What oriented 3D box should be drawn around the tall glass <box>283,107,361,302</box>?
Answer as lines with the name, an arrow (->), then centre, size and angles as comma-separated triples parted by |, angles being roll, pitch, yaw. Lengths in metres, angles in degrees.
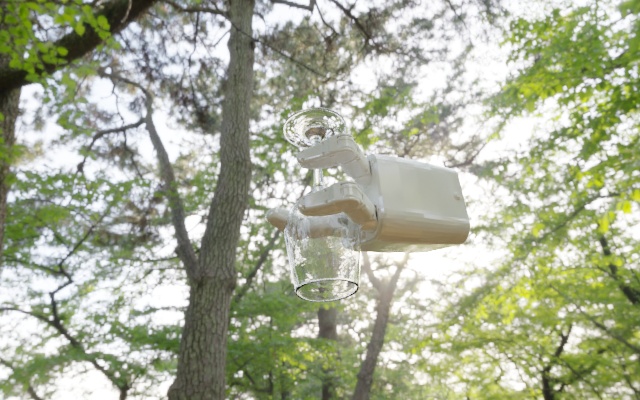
tall glass -> 0.000, 0.001, 0.508 | 0.079, 0.201, 0.079 | -3, -30, -2
